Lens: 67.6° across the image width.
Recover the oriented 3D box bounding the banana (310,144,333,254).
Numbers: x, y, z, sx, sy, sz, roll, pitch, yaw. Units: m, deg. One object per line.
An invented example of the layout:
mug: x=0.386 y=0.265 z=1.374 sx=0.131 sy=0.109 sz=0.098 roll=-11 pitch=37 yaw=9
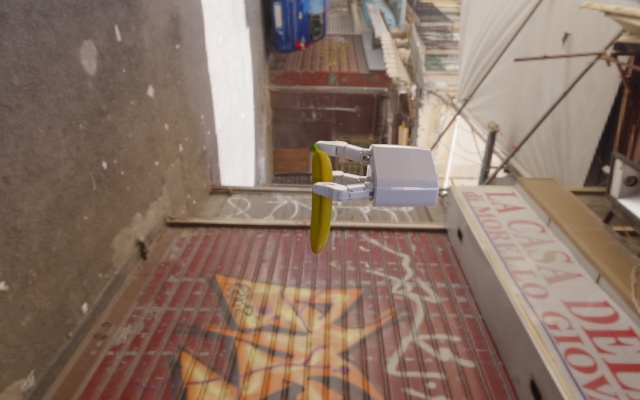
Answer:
banana: x=0.001 y=0.001 z=0.831 sx=0.037 sy=0.198 sz=0.069 roll=1 pitch=6 yaw=-4
